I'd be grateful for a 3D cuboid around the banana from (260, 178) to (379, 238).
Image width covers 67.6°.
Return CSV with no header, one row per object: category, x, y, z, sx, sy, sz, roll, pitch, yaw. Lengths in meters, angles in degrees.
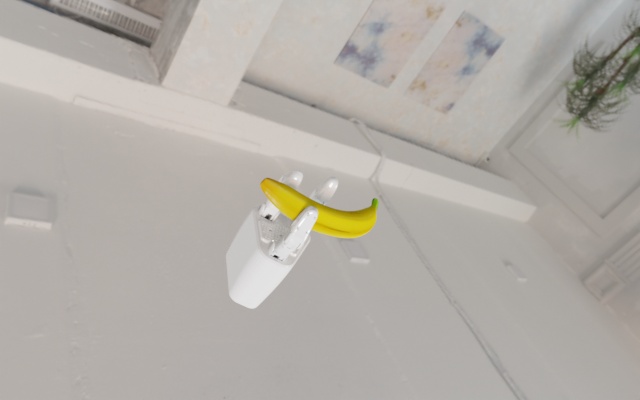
banana,0.008,0.017,0.654,0.198,0.069,0.037,12,-47,-34
